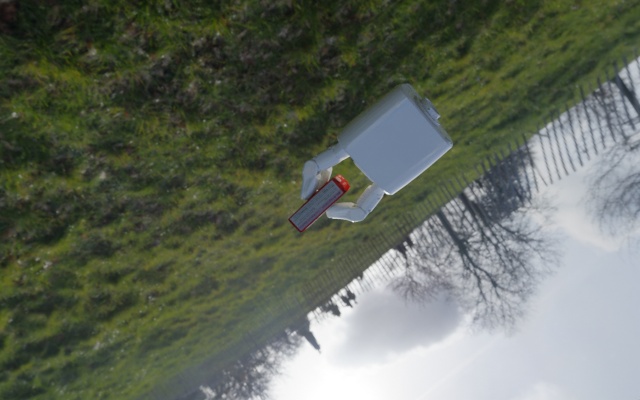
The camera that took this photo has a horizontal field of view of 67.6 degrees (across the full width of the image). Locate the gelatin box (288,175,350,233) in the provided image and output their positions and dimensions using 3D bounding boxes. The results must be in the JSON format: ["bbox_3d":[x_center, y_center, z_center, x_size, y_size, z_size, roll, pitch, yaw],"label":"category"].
[{"bbox_3d":[0.000,0.003,0.683,0.089,0.030,0.073,-43,-1,11],"label":"gelatin box"}]
